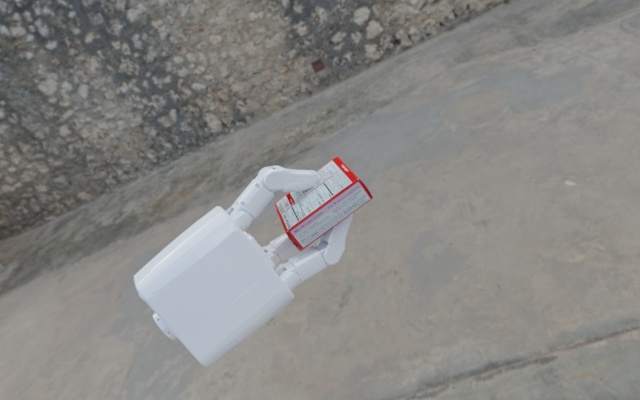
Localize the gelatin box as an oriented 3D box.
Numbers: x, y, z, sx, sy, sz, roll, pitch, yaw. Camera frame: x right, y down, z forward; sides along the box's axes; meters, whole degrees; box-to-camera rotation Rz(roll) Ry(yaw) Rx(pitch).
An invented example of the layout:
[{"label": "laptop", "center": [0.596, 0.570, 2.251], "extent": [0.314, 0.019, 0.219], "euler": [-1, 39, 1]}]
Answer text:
[{"label": "gelatin box", "center": [0.000, 0.001, 0.483], "extent": [0.089, 0.030, 0.073], "euler": [-37, 27, 2]}]
